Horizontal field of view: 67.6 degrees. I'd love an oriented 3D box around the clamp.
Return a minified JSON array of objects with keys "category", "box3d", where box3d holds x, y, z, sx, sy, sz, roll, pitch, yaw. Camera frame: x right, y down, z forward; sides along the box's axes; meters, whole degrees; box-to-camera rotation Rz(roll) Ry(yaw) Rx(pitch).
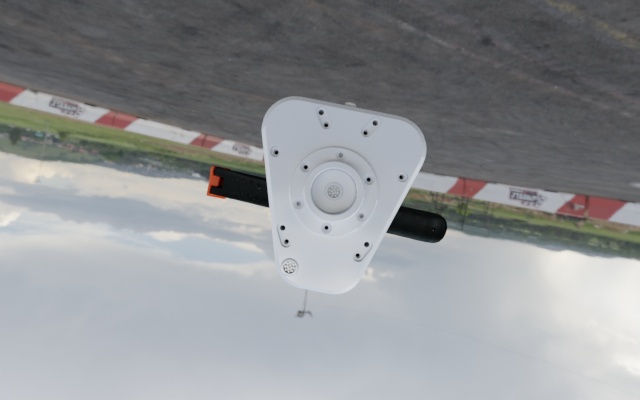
[{"category":"clamp","box3d":[-0.001,0.002,0.461,0.210,0.036,0.164,11,1,0]}]
